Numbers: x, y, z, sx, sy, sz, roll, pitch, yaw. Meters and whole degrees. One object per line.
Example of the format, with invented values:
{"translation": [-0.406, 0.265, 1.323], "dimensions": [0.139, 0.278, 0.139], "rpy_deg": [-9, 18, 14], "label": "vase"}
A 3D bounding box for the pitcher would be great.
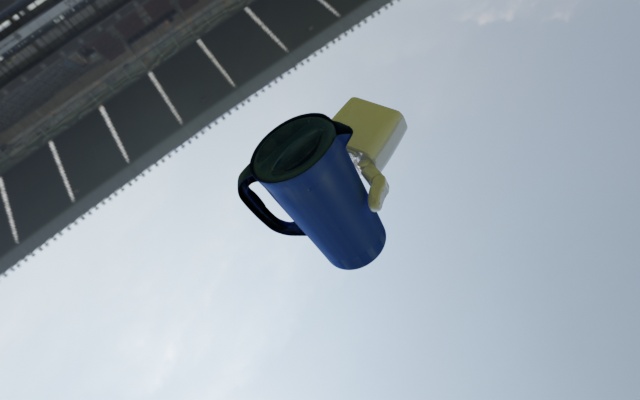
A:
{"translation": [0.000, 0.002, 0.722], "dimensions": [0.149, 0.145, 0.243], "rpy_deg": [14, -31, 42], "label": "pitcher"}
